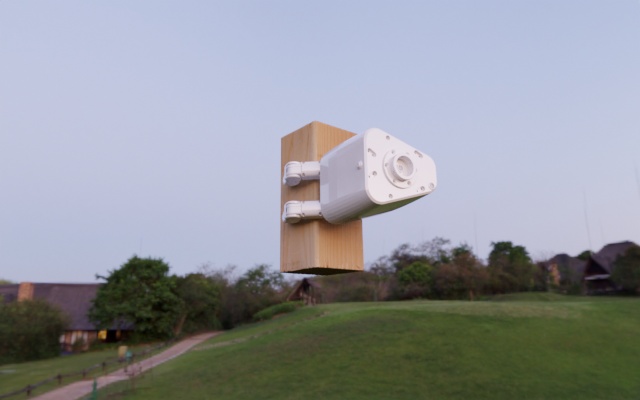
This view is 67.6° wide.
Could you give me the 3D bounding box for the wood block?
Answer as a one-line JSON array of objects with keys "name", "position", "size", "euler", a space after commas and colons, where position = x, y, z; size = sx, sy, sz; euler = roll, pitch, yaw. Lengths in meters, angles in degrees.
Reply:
[{"name": "wood block", "position": [0.001, 0.002, 0.703], "size": [0.091, 0.206, 0.090], "euler": [11, -18, -37]}]
